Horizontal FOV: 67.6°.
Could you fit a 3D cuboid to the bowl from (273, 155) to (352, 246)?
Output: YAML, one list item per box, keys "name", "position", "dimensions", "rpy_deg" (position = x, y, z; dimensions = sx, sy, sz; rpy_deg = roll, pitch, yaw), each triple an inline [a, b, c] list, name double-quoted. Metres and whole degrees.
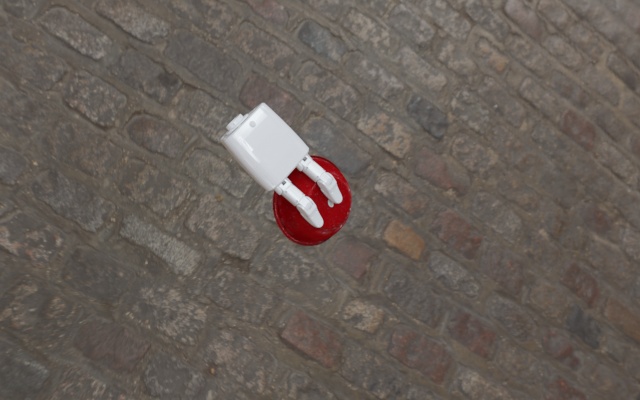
- name: "bowl"
  position: [0.001, 0.003, 0.826]
  dimensions: [0.162, 0.162, 0.055]
  rpy_deg: [0, 4, -36]
